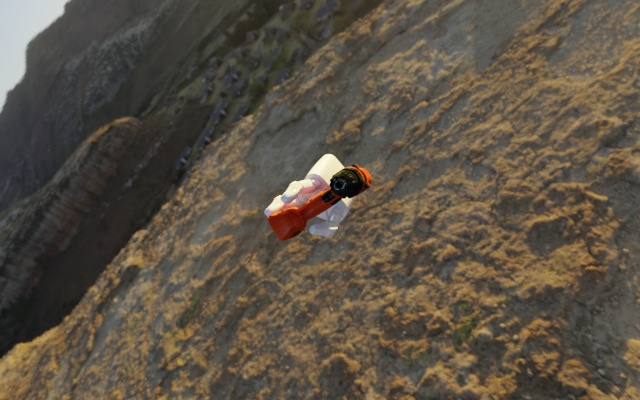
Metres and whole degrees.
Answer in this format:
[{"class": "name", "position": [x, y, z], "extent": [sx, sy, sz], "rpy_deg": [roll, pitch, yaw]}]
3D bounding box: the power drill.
[{"class": "power drill", "position": [0.000, 0.003, 0.858], "extent": [0.188, 0.057, 0.184], "rpy_deg": [-31, -6, 16]}]
